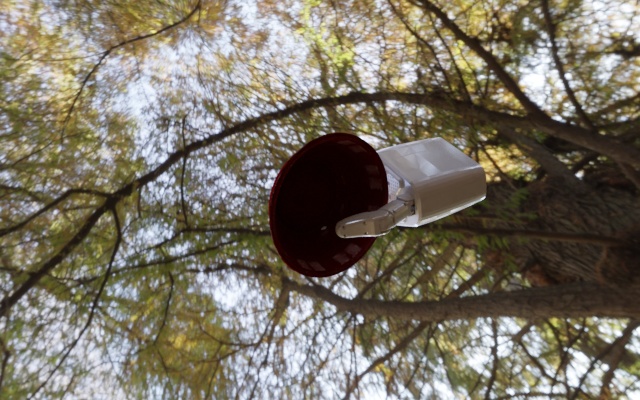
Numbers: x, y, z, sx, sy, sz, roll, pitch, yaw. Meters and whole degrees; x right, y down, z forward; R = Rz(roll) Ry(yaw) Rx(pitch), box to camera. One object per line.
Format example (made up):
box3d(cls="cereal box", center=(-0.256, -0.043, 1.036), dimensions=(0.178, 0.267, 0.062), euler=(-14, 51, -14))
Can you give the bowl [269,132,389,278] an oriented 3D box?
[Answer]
box3d(cls="bowl", center=(-0.001, 0.002, 0.535), dimensions=(0.162, 0.162, 0.055), euler=(0, 13, -38))
